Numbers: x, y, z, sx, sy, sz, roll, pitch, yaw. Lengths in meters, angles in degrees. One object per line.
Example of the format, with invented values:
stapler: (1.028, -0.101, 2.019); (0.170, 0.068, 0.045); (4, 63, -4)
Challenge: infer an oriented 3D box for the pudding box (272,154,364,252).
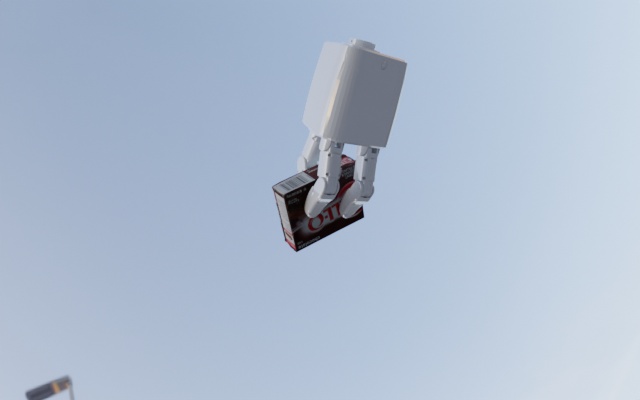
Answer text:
pudding box: (0.000, 0.002, 0.619); (0.113, 0.090, 0.039); (-24, 34, -20)
